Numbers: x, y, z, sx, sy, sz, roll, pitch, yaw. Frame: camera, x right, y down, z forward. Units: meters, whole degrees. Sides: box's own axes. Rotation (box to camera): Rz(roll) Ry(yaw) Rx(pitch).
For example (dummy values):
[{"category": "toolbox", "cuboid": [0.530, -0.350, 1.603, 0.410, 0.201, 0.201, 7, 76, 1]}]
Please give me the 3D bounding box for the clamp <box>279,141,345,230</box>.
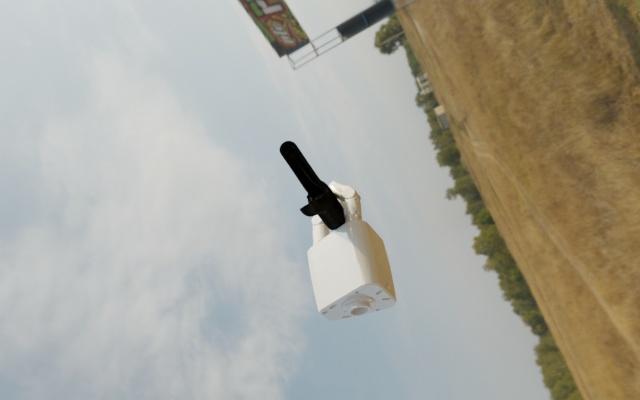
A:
[{"category": "clamp", "cuboid": [0.000, 0.002, 0.680, 0.039, 0.120, 0.171, -25, -41, 17]}]
